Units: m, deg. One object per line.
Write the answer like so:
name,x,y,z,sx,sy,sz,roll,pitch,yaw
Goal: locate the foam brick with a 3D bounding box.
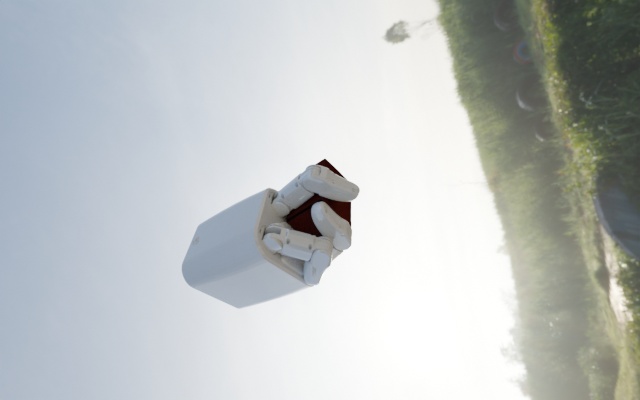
foam brick,0.000,0.002,0.537,0.051,0.078,0.053,-31,-60,27
